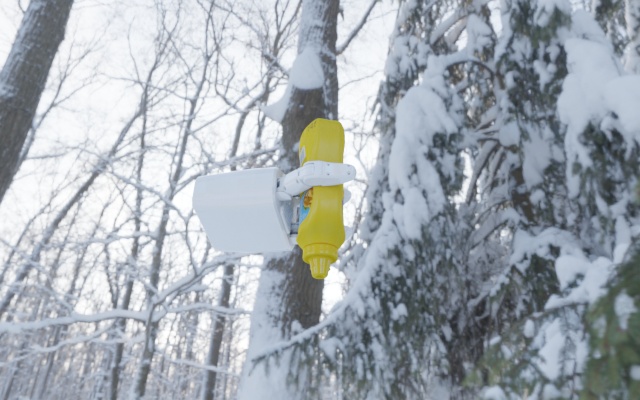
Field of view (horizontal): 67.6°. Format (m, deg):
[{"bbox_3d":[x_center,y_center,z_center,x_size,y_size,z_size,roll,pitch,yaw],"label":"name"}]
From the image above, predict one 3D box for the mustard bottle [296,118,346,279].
[{"bbox_3d":[0.000,0.002,0.586,0.058,0.191,0.096,7,-28,-12],"label":"mustard bottle"}]
